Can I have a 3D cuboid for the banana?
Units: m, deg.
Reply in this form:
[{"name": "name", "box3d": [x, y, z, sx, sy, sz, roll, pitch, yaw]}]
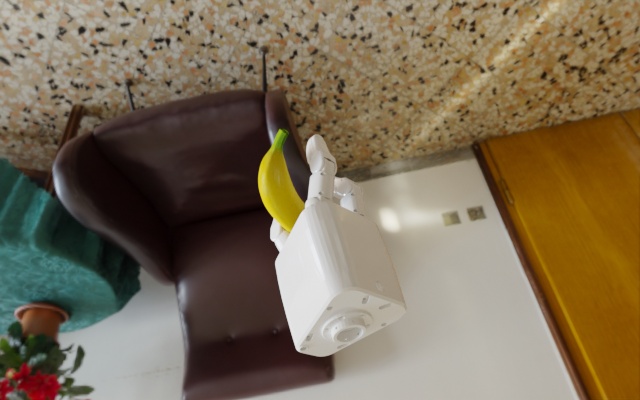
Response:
[{"name": "banana", "box3d": [-0.017, 0.010, 0.549, 0.069, 0.198, 0.037, -33, 41, 3]}]
